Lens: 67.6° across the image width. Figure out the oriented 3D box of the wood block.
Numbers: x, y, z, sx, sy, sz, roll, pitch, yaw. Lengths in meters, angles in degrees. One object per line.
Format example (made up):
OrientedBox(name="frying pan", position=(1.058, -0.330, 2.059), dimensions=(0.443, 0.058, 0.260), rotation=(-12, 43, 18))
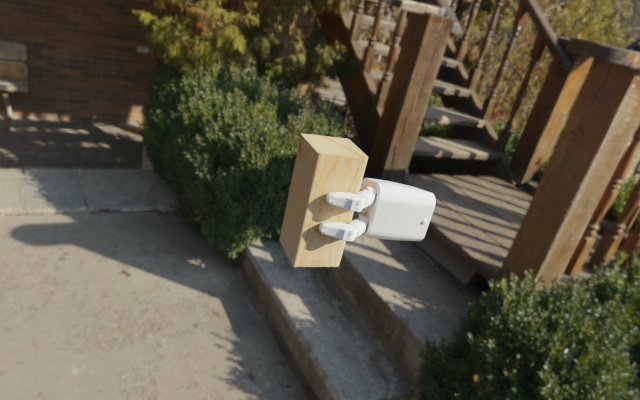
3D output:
OrientedBox(name="wood block", position=(0.000, 0.002, 0.810), dimensions=(0.090, 0.206, 0.090), rotation=(3, 26, -22))
